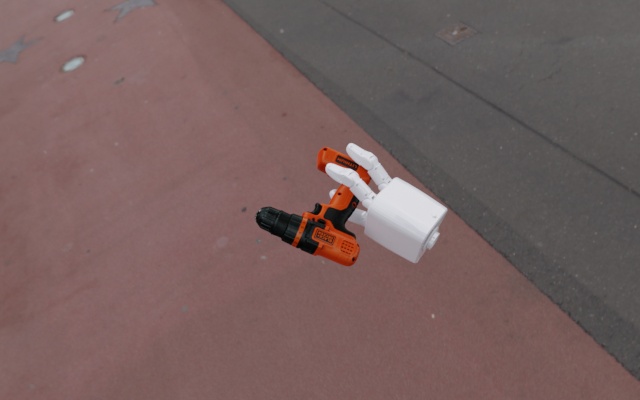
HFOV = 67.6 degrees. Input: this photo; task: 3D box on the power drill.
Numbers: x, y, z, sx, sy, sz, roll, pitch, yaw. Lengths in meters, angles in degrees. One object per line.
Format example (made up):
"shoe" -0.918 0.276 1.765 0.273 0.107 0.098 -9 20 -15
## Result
"power drill" 0.001 0.002 0.828 0.184 0.187 0.057 25 -25 -5
